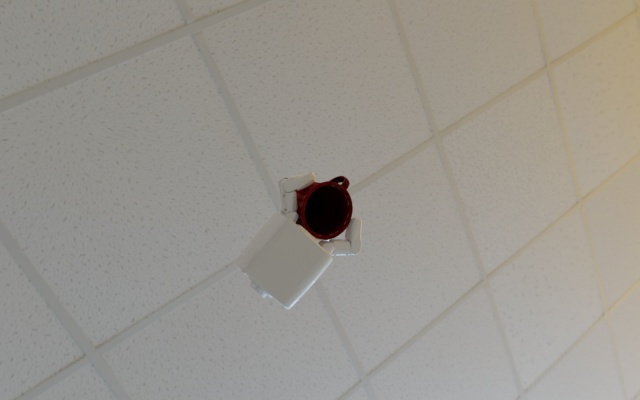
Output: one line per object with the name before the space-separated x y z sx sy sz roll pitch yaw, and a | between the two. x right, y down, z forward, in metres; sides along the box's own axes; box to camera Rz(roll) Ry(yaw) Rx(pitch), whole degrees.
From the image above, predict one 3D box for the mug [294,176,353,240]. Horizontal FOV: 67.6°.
mug | 0.001 0.001 0.785 0.093 0.117 0.081 47 -15 -26
